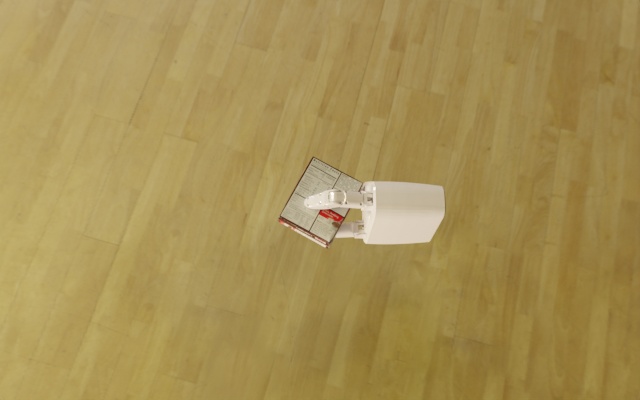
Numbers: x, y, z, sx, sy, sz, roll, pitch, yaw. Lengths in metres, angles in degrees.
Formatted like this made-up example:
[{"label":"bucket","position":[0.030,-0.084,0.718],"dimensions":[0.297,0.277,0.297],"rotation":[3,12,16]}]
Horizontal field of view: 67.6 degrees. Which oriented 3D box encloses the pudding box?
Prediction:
[{"label":"pudding box","position":[0.000,0.002,0.725],"dimensions":[0.090,0.113,0.039],"rotation":[28,-16,3]}]
